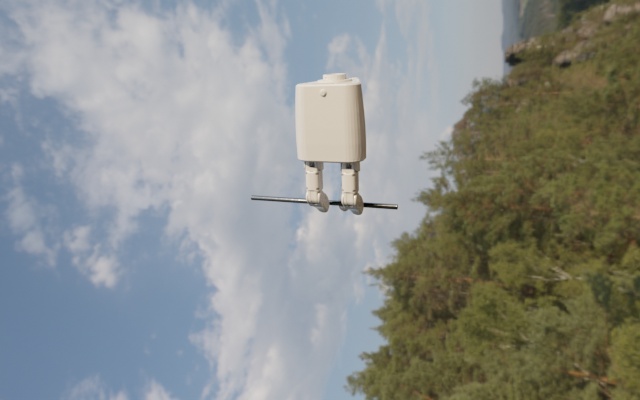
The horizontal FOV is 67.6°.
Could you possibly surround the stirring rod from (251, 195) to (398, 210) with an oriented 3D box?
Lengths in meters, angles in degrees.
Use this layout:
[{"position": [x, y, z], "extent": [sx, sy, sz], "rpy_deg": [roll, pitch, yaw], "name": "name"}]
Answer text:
[{"position": [0.000, 0.002, 0.741], "extent": [0.239, 0.011, 0.011], "rpy_deg": [4, 1, 21], "name": "stirring rod"}]
